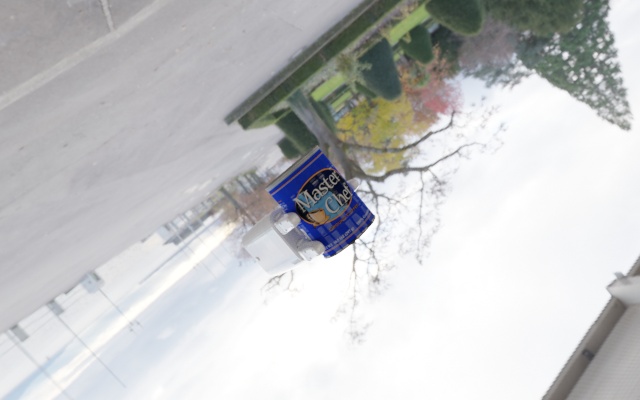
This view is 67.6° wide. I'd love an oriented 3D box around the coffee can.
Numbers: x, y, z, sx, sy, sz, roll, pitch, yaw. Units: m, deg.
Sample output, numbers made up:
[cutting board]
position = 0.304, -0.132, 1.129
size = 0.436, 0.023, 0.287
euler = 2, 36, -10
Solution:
[coffee can]
position = 0.000, 0.002, 0.721
size = 0.103, 0.140, 0.103
euler = -39, 6, 5
